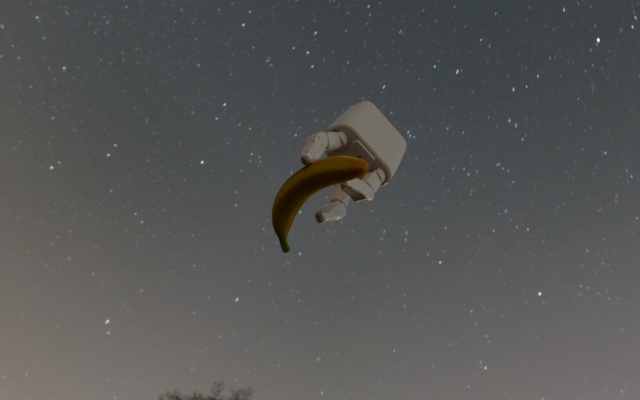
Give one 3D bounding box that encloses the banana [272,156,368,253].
[{"bbox_3d":[-0.015,-0.009,0.635,0.198,0.069,0.037,-47,-1,39],"label":"banana"}]
